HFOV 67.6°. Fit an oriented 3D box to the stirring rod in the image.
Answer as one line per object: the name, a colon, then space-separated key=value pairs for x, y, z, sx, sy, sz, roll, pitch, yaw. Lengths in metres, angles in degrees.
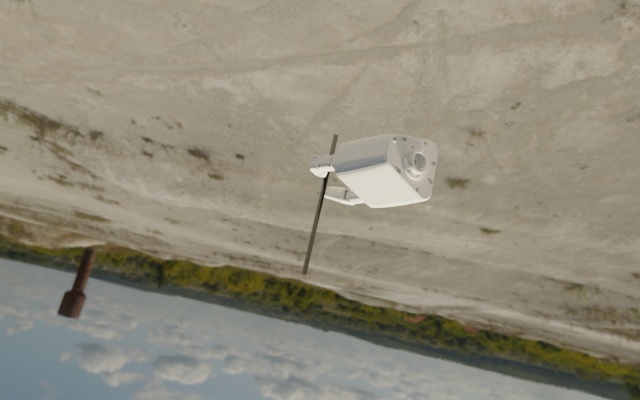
stirring rod: x=0.000 y=0.002 z=0.782 sx=0.011 sy=0.239 sz=0.011 roll=12 pitch=-15 yaw=3
